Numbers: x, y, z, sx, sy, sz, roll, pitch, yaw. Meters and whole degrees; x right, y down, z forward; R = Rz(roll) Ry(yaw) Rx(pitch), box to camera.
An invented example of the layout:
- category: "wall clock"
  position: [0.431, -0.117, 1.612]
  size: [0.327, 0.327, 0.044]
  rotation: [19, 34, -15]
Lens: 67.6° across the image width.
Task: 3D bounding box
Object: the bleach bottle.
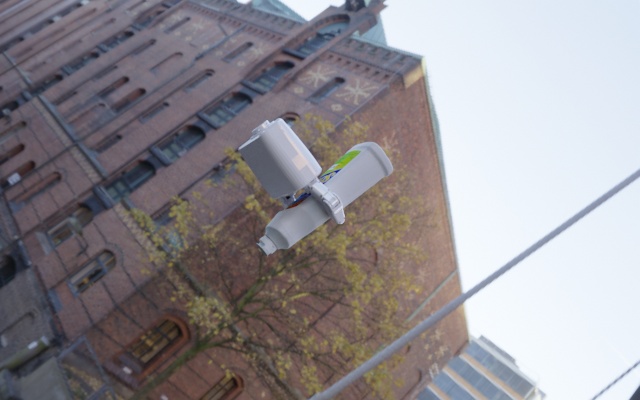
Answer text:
- category: "bleach bottle"
  position: [0.000, 0.003, 0.798]
  size: [0.251, 0.068, 0.102]
  rotation: [-40, 15, -16]
